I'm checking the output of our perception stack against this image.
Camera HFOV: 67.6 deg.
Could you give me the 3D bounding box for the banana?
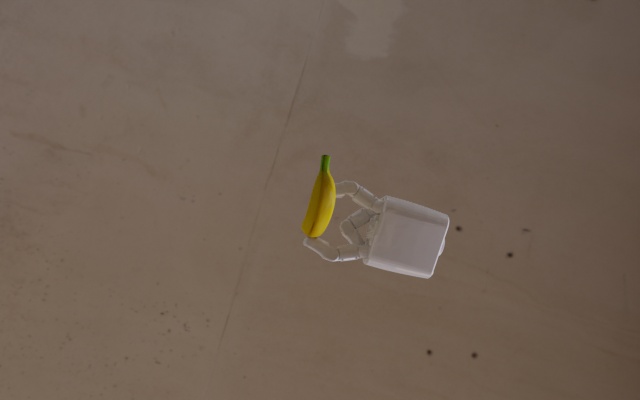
[{"bbox_3d":[-0.003,0.016,0.714,0.037,0.069,0.198,15,-32,-3],"label":"banana"}]
